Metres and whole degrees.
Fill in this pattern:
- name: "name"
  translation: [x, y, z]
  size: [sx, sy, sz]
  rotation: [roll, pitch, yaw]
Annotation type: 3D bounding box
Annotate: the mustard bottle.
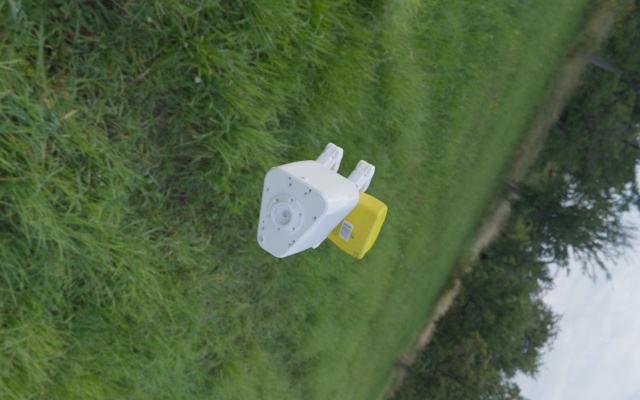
- name: "mustard bottle"
  translation: [0.000, 0.002, 0.720]
  size: [0.191, 0.096, 0.058]
  rotation: [31, 42, 17]
